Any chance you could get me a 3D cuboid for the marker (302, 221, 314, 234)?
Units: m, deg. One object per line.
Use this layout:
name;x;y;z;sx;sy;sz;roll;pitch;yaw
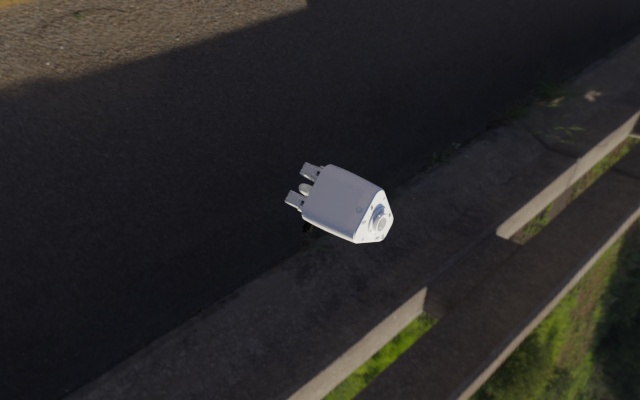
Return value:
marker;0.000;0.003;0.832;0.020;0.121;0.020;27;-2;1
